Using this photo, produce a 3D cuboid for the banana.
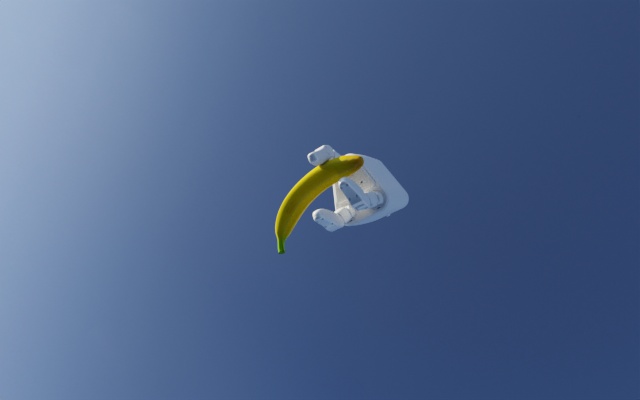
[{"bbox_3d":[-0.013,-0.008,0.740,0.069,0.198,0.037,49,19,28],"label":"banana"}]
